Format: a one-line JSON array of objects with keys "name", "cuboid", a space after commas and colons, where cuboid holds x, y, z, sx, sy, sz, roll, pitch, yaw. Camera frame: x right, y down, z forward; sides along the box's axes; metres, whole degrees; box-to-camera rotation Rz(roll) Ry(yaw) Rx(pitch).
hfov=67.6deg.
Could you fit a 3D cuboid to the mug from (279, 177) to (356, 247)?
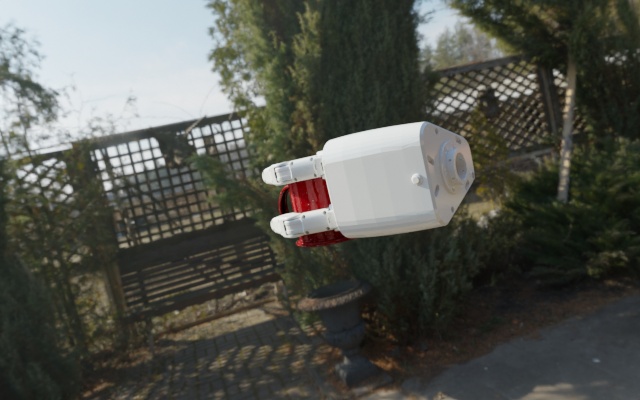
[{"name": "mug", "cuboid": [-0.001, 0.002, 0.544, 0.117, 0.081, 0.093, -8, 7, 38]}]
